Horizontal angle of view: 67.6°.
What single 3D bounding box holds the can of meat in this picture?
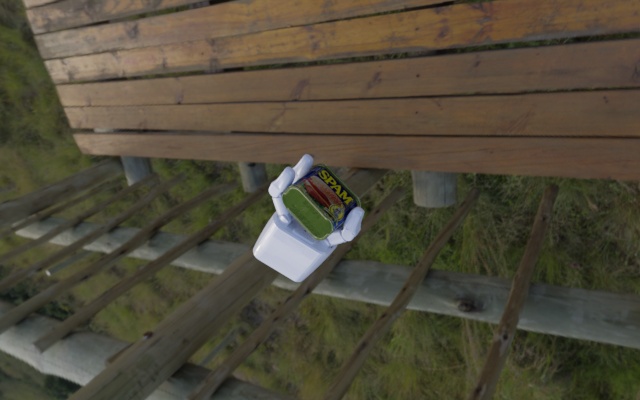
[{"bbox_3d":[0.000,0.003,0.750,0.084,0.102,0.057,-39,-6,-47],"label":"can of meat"}]
